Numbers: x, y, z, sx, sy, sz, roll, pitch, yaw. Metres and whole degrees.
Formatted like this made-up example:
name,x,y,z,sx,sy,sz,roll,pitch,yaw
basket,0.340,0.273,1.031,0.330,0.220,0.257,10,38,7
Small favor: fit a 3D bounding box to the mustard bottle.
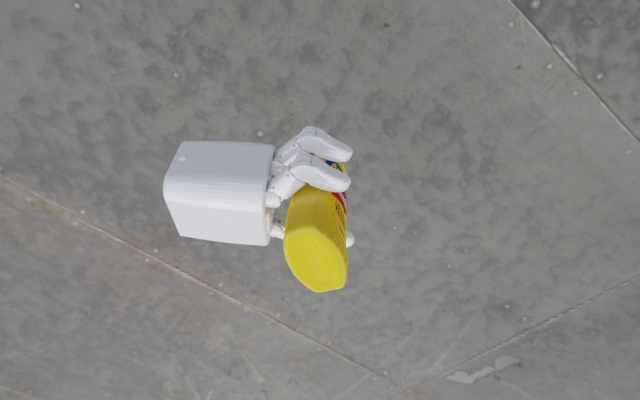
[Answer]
name,x,y,z,sx,sy,sz,roll,pitch,yaw
mustard bottle,0.000,0.002,0.540,0.058,0.096,0.191,-14,38,15
